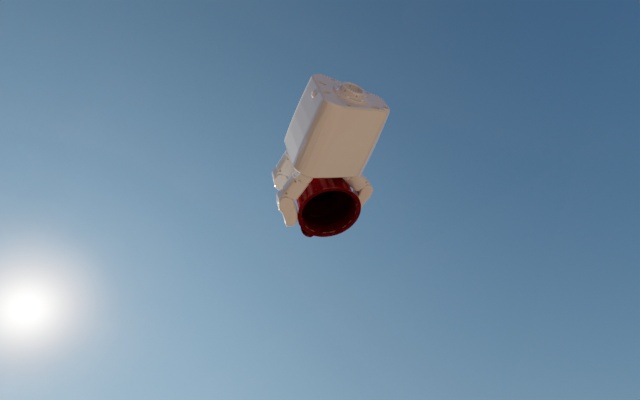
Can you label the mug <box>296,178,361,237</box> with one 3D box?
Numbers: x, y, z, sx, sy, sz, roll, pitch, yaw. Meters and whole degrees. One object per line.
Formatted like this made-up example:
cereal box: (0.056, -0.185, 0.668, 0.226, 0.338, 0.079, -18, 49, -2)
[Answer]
mug: (0.000, 0.003, 0.716, 0.093, 0.117, 0.081, 12, 35, -24)
